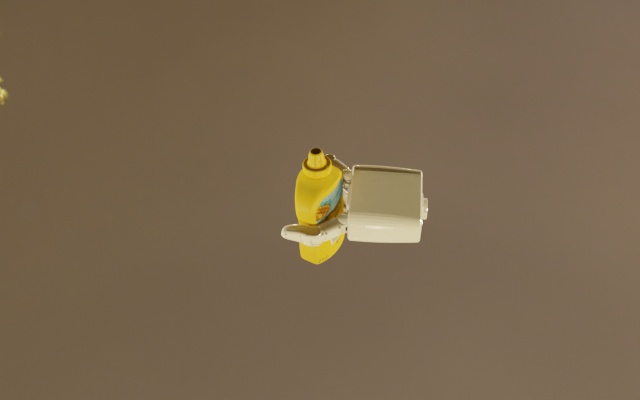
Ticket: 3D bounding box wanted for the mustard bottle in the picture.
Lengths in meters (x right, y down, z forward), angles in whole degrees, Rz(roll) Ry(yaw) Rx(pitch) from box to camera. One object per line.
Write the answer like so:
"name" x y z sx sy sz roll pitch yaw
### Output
"mustard bottle" 0.000 0.002 0.722 0.058 0.192 0.096 22 49 25
